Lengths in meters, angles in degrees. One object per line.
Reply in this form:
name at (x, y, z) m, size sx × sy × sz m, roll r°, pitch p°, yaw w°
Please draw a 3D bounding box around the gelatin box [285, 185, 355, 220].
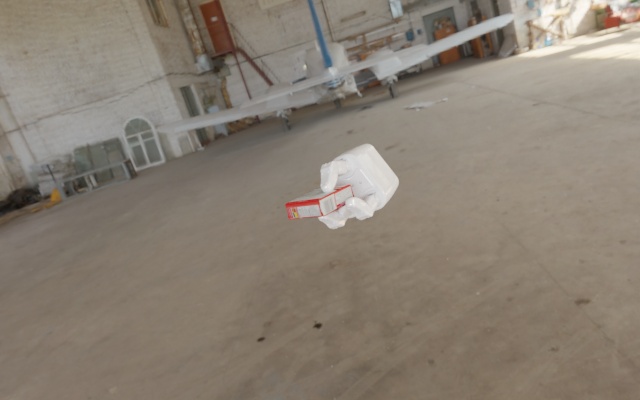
gelatin box at (0.000, 0.002, 0.762) m, size 0.073 × 0.030 × 0.089 m, roll -6°, pitch 13°, yaw 40°
